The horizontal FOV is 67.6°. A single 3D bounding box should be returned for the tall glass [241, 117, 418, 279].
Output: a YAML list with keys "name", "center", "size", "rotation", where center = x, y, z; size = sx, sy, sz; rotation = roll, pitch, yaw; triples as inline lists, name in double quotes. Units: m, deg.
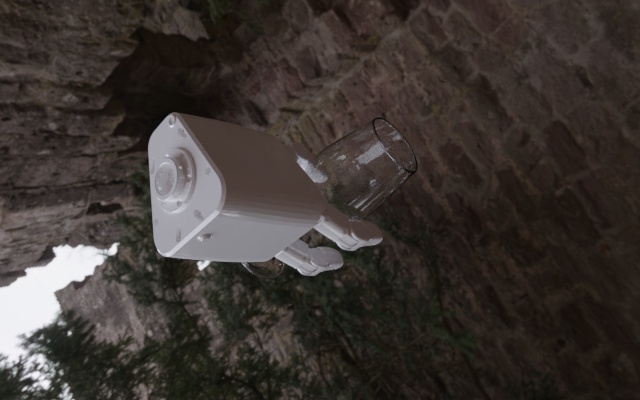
- name: "tall glass"
  center: [0.000, 0.002, 0.481]
  size: [0.201, 0.079, 0.079]
  rotation: [-37, -21, 30]
